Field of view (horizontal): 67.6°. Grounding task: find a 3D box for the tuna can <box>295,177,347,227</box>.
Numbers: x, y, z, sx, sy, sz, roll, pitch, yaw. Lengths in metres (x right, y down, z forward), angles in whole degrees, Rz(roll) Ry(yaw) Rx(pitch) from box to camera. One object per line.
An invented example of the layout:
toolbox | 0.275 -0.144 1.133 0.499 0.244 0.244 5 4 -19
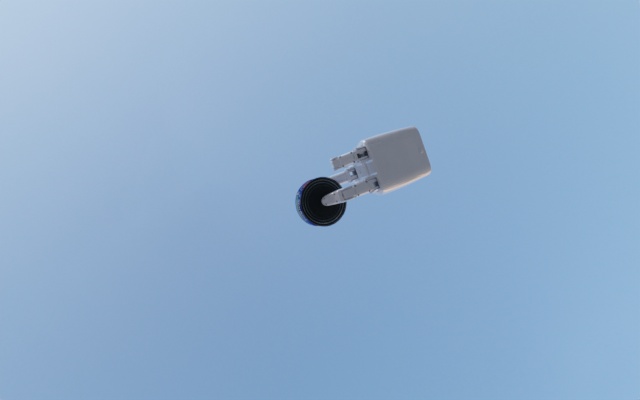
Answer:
tuna can | 0.000 0.003 0.832 0.086 0.086 0.034 0 -3 -22
